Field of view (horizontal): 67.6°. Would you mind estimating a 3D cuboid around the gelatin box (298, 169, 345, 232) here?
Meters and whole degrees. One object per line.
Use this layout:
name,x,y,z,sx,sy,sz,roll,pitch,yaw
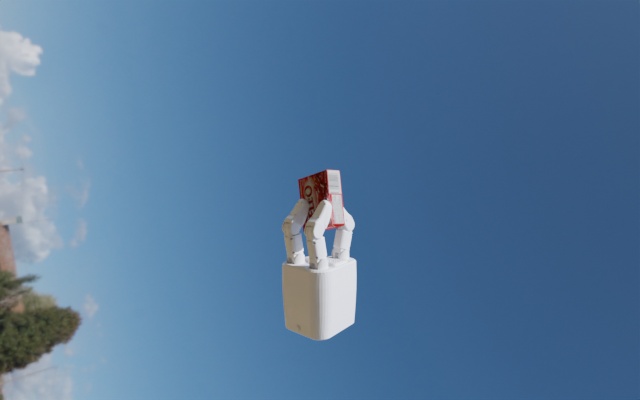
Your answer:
gelatin box,0.000,0.002,0.746,0.030,0.089,0.073,2,-11,-39
